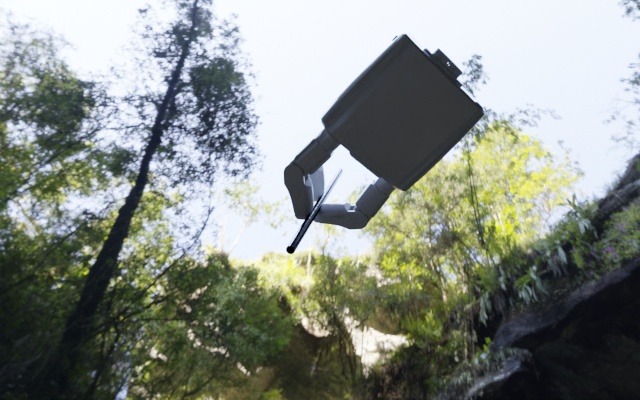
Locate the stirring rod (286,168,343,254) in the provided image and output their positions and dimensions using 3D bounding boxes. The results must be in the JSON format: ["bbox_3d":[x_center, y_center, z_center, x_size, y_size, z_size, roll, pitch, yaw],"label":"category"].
[{"bbox_3d":[0.000,0.002,0.511,0.011,0.011,0.239,0,19,13],"label":"stirring rod"}]
